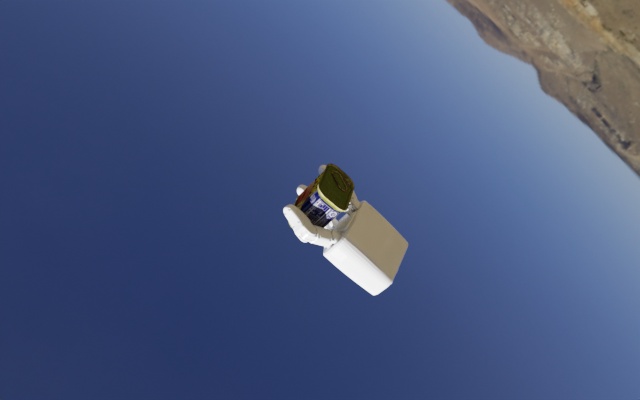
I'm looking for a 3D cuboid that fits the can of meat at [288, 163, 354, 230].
[{"bbox_3d":[0.000,0.003,0.744,0.084,0.057,0.102,-44,13,30],"label":"can of meat"}]
